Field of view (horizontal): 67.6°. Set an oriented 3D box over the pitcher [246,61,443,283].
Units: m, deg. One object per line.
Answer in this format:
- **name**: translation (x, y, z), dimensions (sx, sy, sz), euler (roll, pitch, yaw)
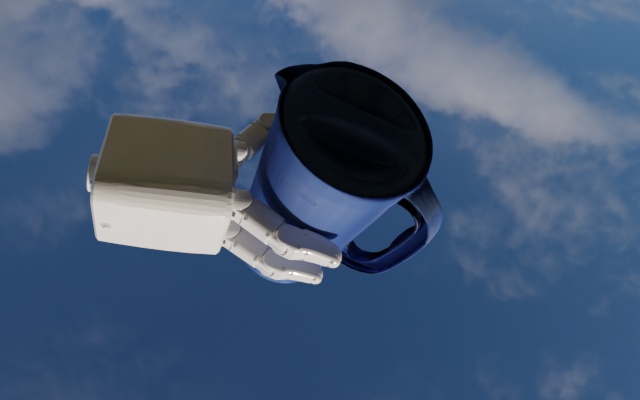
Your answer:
- **pitcher**: translation (0.000, 0.001, 0.467), dimensions (0.145, 0.149, 0.243), euler (6, -30, -19)
